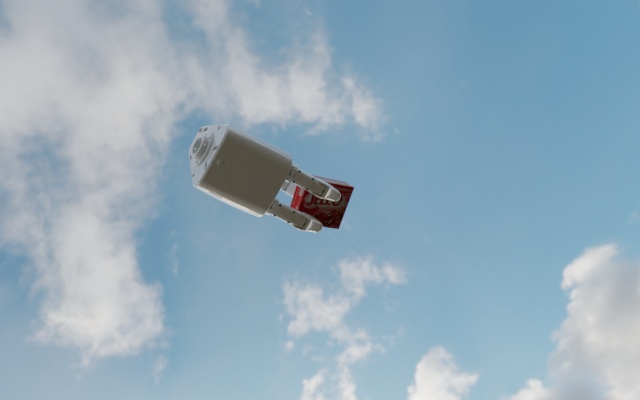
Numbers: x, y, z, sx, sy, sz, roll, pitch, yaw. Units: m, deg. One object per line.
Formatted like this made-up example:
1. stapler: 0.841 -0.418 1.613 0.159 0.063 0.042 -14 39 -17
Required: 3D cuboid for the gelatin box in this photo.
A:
1. gelatin box: 0.000 0.002 0.734 0.089 0.073 0.030 9 18 -35
